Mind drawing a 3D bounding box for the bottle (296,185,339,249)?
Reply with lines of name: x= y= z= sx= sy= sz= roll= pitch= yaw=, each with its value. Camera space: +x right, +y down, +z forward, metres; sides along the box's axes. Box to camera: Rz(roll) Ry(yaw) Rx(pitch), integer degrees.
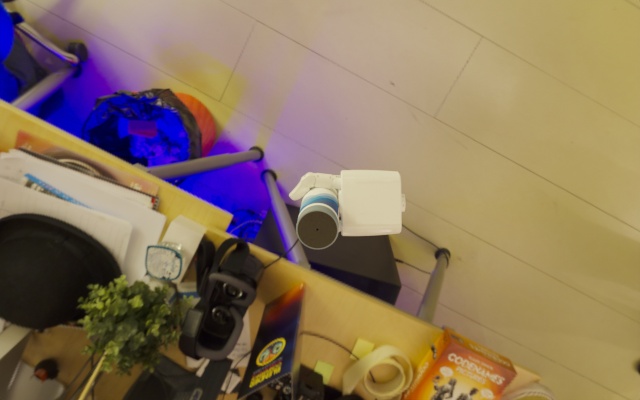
bottle: x=0.000 y=0.003 z=0.881 sx=0.069 sy=0.069 sz=0.295 roll=0 pitch=17 yaw=2
